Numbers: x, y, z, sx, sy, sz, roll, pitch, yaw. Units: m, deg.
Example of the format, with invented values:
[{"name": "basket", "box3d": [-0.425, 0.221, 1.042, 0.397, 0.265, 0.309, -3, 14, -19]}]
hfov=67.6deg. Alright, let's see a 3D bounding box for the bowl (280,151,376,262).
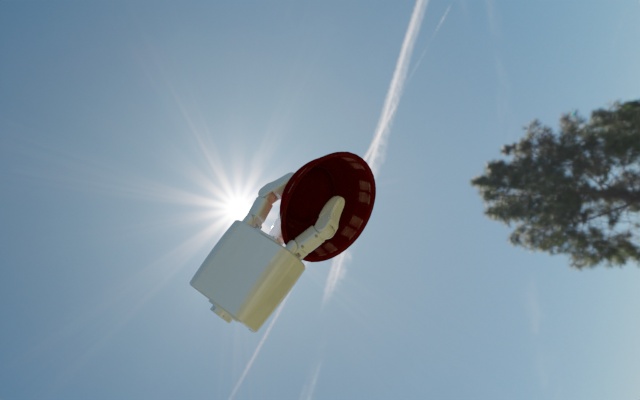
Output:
[{"name": "bowl", "box3d": [0.001, 0.001, 0.665, 0.162, 0.162, 0.055, 0, 22, -39]}]
